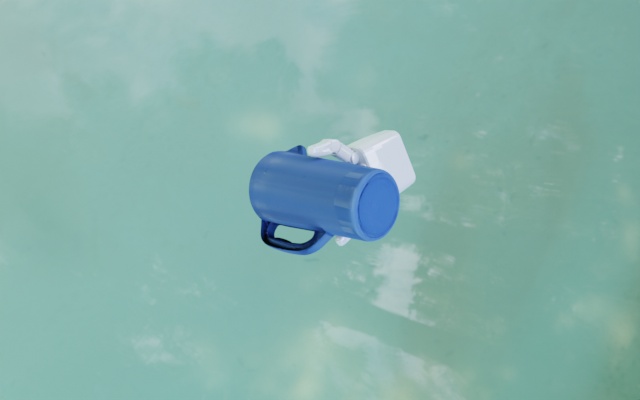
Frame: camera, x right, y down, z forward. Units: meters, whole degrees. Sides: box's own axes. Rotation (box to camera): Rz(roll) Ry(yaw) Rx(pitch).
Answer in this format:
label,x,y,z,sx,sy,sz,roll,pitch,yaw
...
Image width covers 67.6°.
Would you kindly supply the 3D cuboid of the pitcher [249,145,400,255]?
label,x,y,z,sx,sy,sz,roll,pitch,yaw
pitcher,0.000,0.002,0.772,0.145,0.149,0.243,-27,25,-36
